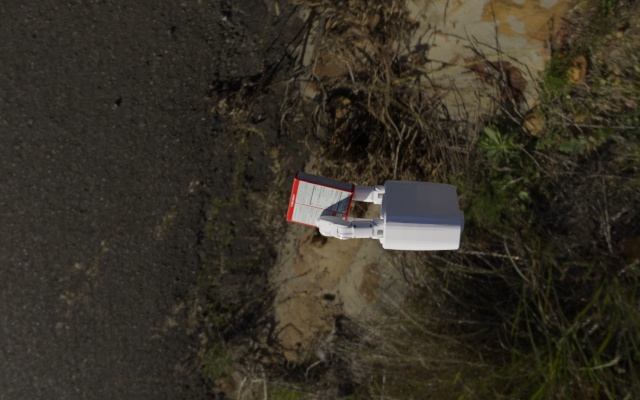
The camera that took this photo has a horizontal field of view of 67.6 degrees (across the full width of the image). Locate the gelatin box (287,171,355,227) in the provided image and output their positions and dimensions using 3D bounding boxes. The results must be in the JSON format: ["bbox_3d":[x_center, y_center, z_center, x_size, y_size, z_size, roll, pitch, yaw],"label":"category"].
[{"bbox_3d":[0.000,0.002,0.706,0.089,0.073,0.030,13,30,-1],"label":"gelatin box"}]
